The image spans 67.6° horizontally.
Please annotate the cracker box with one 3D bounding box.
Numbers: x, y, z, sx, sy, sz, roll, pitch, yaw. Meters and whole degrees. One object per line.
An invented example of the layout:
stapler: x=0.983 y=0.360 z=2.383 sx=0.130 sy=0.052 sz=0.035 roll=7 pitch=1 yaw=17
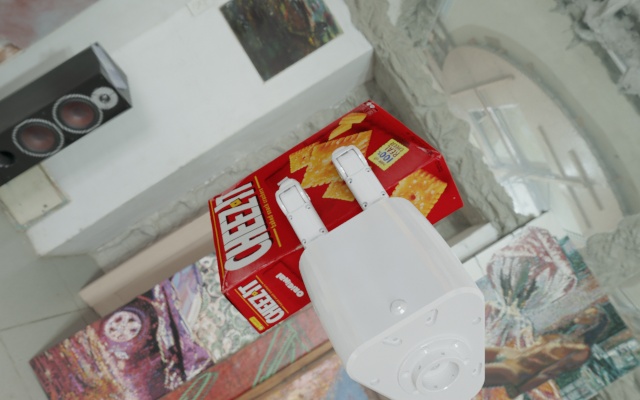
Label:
cracker box: x=0.000 y=0.002 z=0.466 sx=0.214 sy=0.072 sz=0.164 roll=-32 pitch=32 yaw=1
